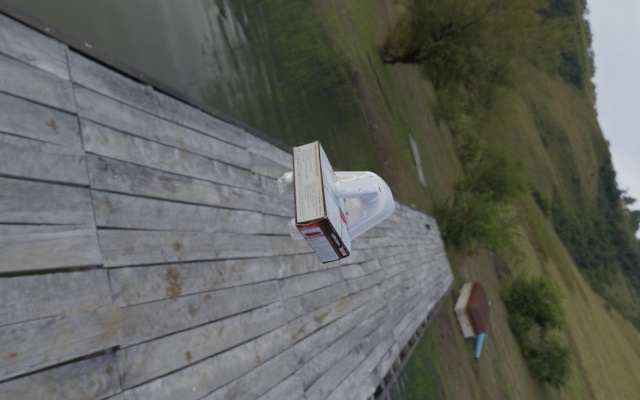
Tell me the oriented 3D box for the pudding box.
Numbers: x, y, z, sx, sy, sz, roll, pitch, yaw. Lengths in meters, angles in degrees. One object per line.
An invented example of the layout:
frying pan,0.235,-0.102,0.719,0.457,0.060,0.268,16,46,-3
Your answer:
pudding box,0.000,0.002,0.550,0.039,0.113,0.090,-17,-39,13
